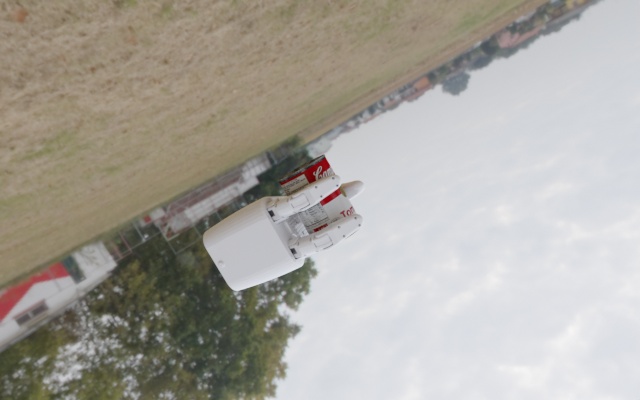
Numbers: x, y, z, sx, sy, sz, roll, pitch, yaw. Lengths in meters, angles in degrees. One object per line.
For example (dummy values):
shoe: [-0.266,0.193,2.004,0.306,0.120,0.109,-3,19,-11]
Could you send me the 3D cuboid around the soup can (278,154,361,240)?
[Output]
soup can: [0.001,0.002,0.606,0.068,0.102,0.068,-29,7,4]
